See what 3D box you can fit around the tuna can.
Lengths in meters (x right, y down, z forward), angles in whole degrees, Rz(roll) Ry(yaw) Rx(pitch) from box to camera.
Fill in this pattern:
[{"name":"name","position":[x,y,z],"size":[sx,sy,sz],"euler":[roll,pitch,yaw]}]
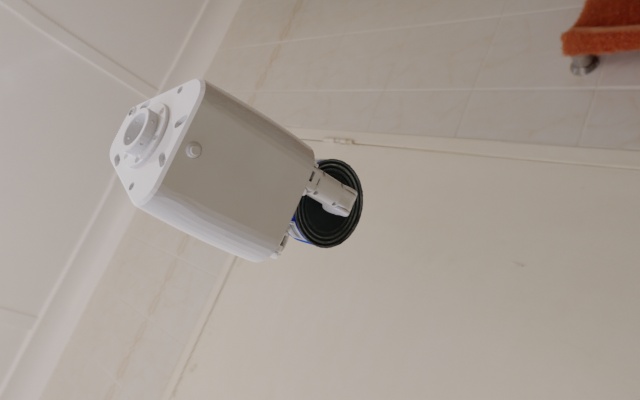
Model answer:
[{"name":"tuna can","position":[0.000,0.001,0.467],"size":[0.086,0.086,0.034],"euler":[0,6,-41]}]
